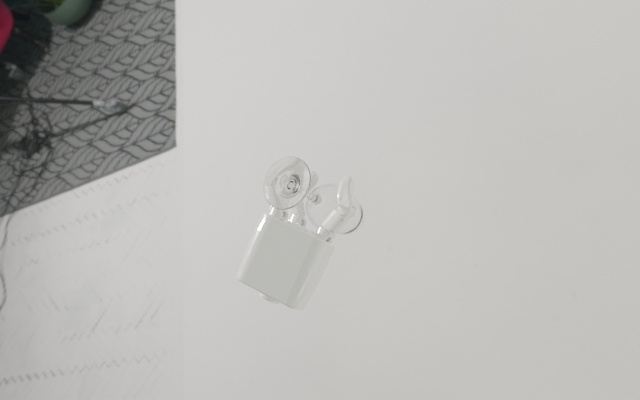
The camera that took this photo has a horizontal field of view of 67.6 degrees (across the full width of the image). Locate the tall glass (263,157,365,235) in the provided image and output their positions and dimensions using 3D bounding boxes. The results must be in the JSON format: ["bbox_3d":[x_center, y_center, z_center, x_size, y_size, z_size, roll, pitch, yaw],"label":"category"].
[{"bbox_3d":[0.000,0.002,0.721,0.079,0.079,0.201,0,-15,29],"label":"tall glass"}]
